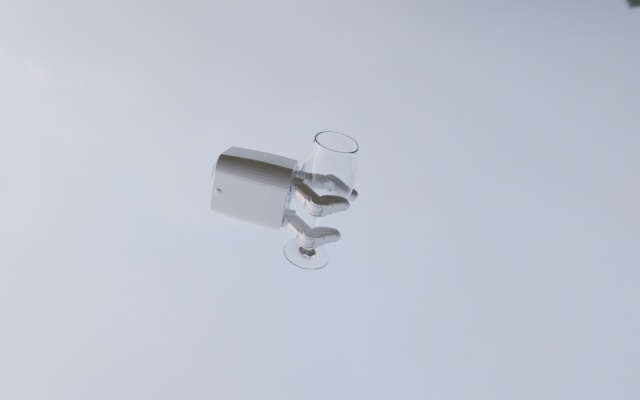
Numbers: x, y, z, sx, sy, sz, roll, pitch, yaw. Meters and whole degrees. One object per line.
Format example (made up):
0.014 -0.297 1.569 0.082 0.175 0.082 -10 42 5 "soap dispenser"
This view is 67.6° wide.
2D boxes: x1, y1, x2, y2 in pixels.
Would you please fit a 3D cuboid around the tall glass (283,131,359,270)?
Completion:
0.000 0.003 0.696 0.079 0.201 0.079 11 32 -7 "tall glass"
